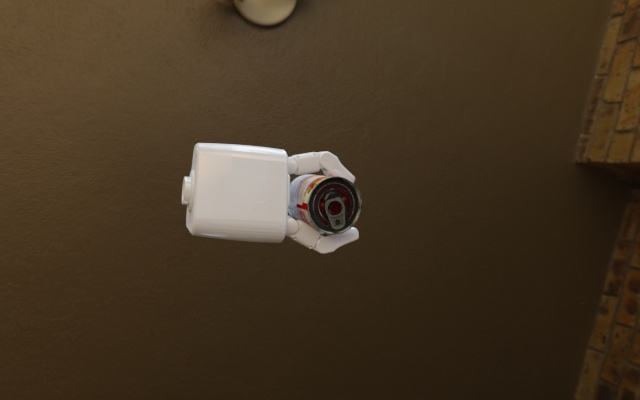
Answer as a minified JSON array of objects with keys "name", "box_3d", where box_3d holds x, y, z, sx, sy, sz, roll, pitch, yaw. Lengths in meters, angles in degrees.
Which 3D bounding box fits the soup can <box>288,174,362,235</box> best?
[{"name":"soup can","box_3d":[0.000,0.002,0.599,0.068,0.068,0.102,0,5,-20]}]
